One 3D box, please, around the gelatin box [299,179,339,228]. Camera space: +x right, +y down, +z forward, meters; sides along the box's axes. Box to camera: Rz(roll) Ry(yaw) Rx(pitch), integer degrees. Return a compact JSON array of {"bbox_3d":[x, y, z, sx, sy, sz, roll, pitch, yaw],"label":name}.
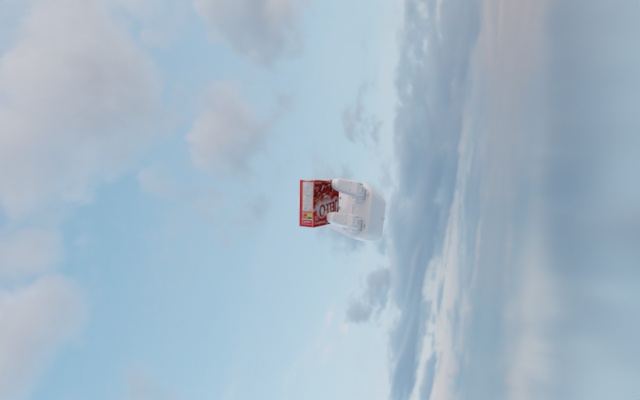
[{"bbox_3d":[0.000,0.002,0.760,0.030,0.073,0.089,4,5,28],"label":"gelatin box"}]
